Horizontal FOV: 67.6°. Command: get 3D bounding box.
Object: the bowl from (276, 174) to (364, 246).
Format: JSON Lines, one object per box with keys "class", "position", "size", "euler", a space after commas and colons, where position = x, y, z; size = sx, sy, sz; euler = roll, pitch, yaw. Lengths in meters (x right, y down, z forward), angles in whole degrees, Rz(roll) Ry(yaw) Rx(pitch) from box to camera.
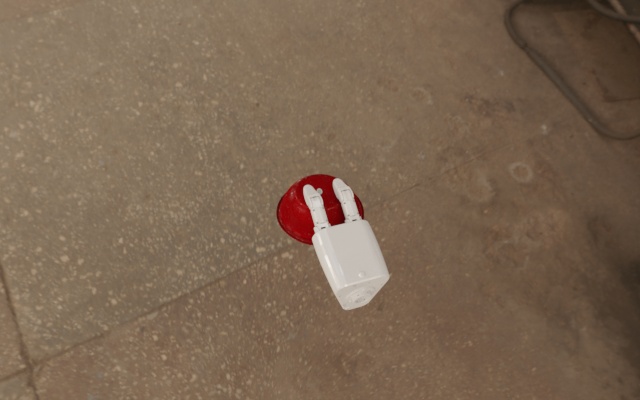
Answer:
{"class": "bowl", "position": [-0.001, 0.002, 0.860], "size": [0.162, 0.162, 0.055], "euler": [0, -44, -1]}
